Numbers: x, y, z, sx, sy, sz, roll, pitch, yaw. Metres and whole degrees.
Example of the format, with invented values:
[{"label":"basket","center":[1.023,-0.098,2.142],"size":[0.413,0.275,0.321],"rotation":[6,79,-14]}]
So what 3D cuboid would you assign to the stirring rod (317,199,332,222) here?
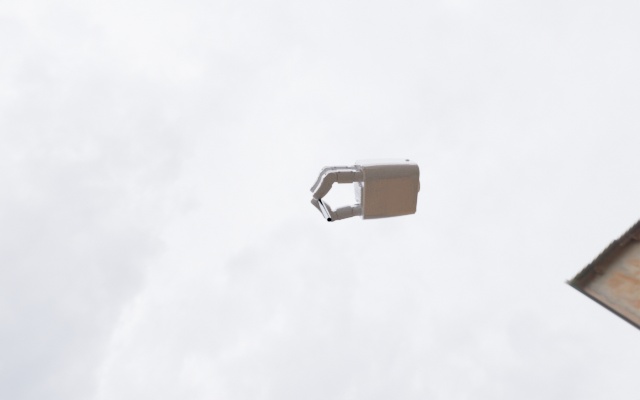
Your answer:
[{"label":"stirring rod","center":[0.000,0.003,0.852],"size":[0.011,0.011,0.239],"rotation":[0,13,-6]}]
